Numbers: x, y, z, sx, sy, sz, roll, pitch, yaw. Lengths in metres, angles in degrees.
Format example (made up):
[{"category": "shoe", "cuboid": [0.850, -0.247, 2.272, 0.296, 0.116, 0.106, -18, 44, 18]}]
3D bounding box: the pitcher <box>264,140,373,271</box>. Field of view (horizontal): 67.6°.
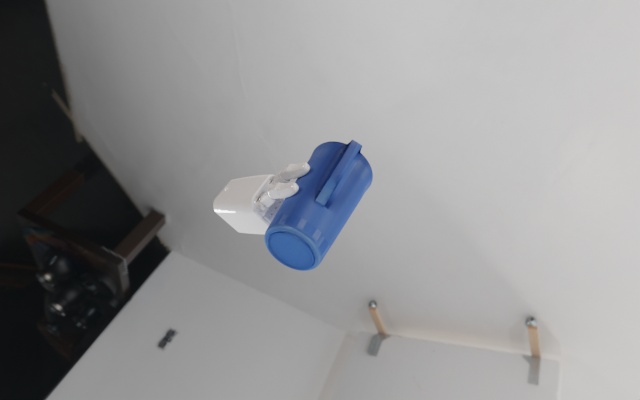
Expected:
[{"category": "pitcher", "cuboid": [0.000, 0.003, 0.876, 0.145, 0.149, 0.242, -1, 39, 31]}]
